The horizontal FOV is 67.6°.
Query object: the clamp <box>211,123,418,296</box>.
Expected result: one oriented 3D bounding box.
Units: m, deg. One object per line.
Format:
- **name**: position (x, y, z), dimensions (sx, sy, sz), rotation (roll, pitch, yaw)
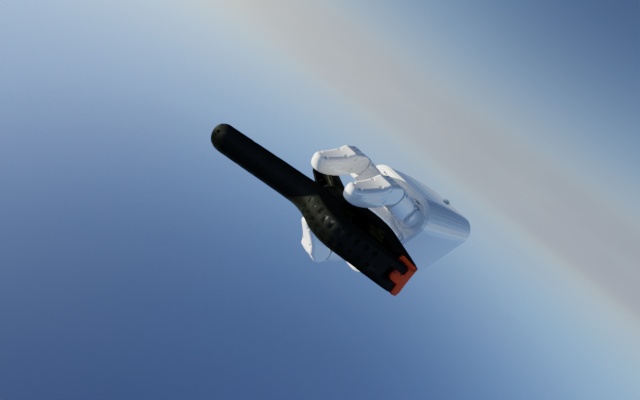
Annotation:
- **clamp**: position (0.000, 0.002, 0.432), dimensions (0.164, 0.036, 0.210), rotation (14, 27, -45)
